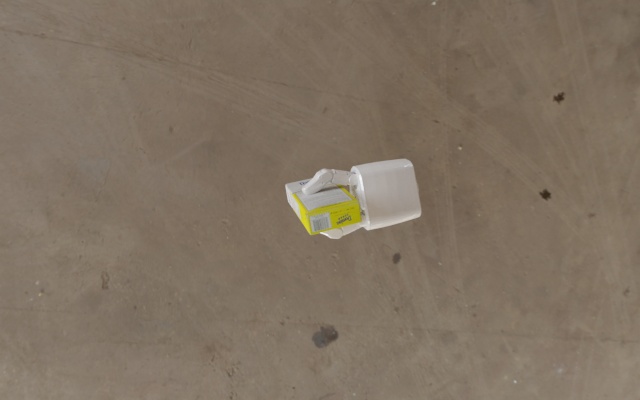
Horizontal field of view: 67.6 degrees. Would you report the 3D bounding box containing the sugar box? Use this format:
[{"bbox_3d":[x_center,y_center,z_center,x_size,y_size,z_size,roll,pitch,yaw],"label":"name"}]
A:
[{"bbox_3d":[0.000,0.003,0.858,0.093,0.048,0.176,-13,18,-11],"label":"sugar box"}]
